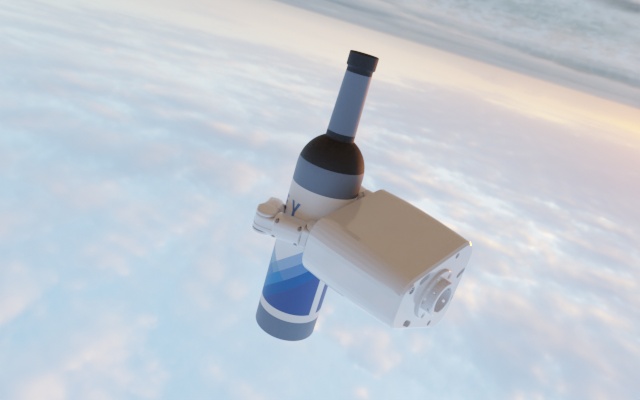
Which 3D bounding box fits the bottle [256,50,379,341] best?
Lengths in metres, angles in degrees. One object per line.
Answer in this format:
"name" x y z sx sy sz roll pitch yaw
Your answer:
"bottle" 0.000 0.002 0.476 0.069 0.296 0.069 15 20 -6
